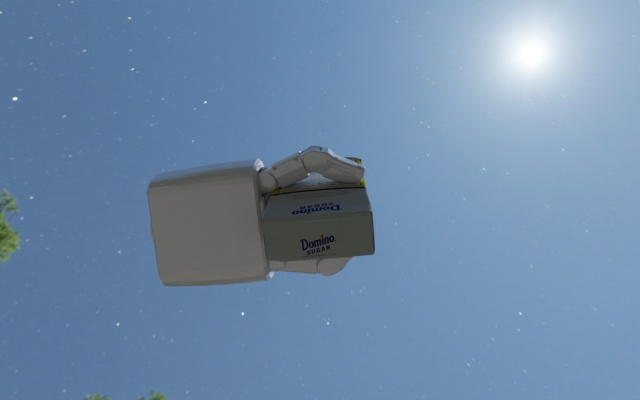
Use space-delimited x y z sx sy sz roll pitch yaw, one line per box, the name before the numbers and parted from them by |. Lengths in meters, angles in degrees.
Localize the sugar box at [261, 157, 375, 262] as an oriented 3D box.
sugar box | 0.000 0.002 0.469 0.093 0.048 0.176 -4 22 3
